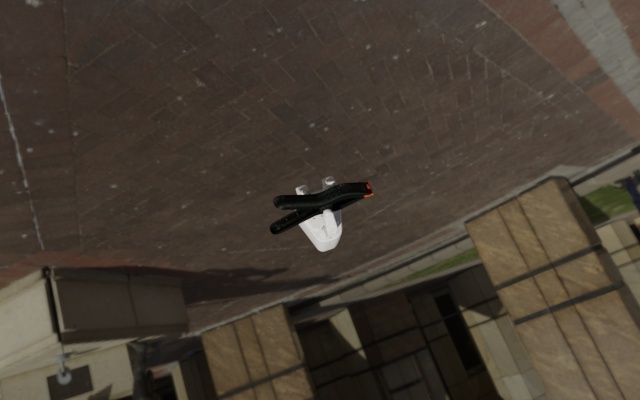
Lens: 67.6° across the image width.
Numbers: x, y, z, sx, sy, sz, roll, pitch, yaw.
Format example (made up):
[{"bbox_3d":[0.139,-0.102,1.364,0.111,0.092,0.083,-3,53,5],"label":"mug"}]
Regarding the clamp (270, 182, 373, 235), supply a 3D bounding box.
[{"bbox_3d":[0.001,0.004,0.895,0.210,0.036,0.165,-19,-16,-8],"label":"clamp"}]
